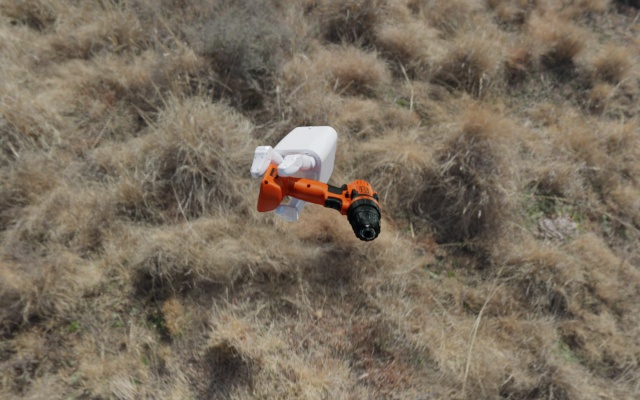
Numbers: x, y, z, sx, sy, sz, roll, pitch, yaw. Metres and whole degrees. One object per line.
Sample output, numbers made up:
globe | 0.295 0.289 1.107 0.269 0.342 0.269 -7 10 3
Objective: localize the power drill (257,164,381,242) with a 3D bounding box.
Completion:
power drill | 0.000 0.002 0.740 0.187 0.057 0.184 12 18 -4
